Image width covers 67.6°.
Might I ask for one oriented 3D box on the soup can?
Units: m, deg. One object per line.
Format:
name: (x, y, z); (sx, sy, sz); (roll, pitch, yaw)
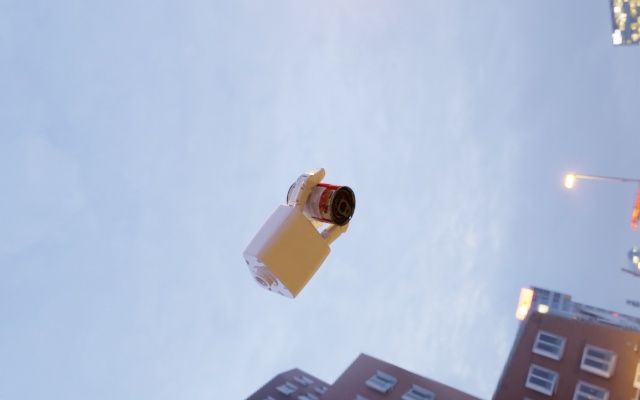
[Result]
soup can: (0.000, 0.002, 0.819); (0.102, 0.068, 0.068); (10, 6, 40)
